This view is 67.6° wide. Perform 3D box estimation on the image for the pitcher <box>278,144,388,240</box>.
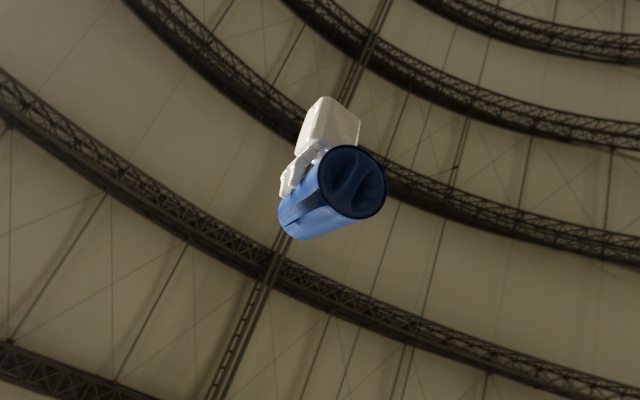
[{"bbox_3d":[0.000,0.003,0.893,0.149,0.145,0.243,19,-24,-19],"label":"pitcher"}]
